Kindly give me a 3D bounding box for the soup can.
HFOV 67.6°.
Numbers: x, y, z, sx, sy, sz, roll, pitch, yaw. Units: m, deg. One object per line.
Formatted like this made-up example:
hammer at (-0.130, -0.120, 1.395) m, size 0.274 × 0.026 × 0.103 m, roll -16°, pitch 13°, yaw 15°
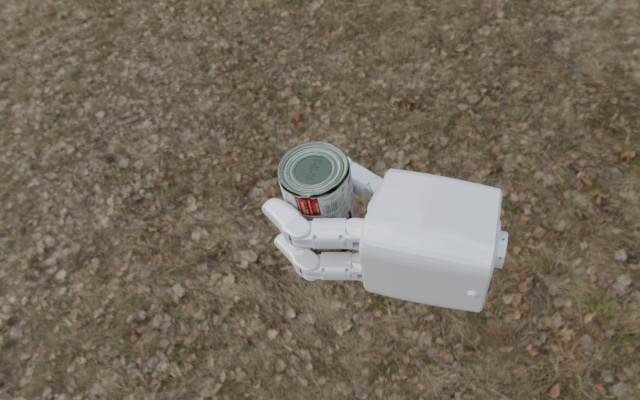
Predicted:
soup can at (0.000, 0.001, 0.466) m, size 0.068 × 0.068 × 0.102 m, roll 0°, pitch -38°, yaw 10°
